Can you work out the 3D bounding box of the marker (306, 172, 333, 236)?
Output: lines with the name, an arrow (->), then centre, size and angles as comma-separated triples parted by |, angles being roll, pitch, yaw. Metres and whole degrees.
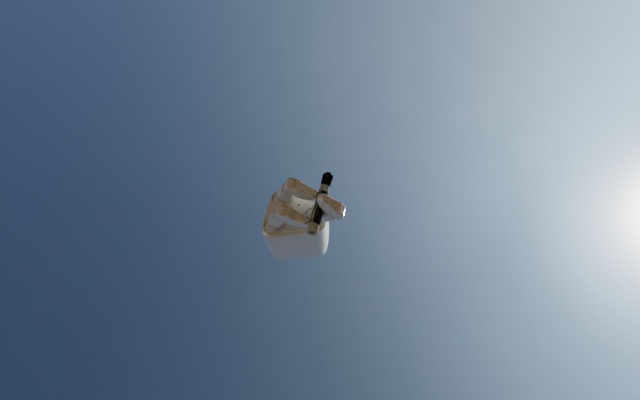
marker -> 0.000, 0.003, 0.802 | 0.020, 0.121, 0.020 | 12, -31, 7
